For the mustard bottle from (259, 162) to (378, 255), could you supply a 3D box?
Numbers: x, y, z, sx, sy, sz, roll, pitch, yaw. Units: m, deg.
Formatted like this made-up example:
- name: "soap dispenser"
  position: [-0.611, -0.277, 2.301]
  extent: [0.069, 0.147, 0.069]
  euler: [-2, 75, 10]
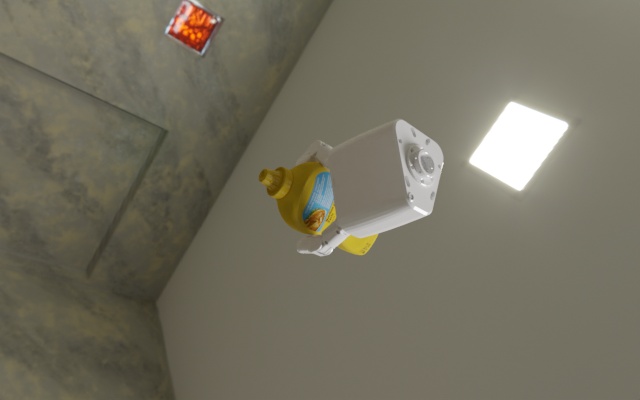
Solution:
- name: "mustard bottle"
  position: [0.000, 0.002, 0.643]
  extent: [0.192, 0.096, 0.058]
  euler: [25, -7, -35]
